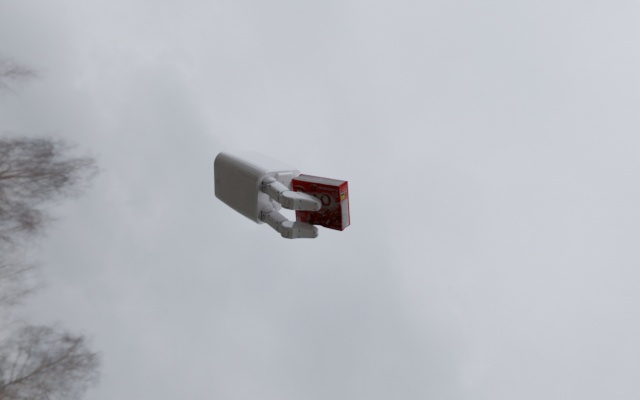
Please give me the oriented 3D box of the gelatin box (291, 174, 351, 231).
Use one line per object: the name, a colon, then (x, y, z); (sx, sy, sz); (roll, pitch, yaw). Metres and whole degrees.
gelatin box: (0.001, 0.002, 0.730); (0.089, 0.073, 0.030); (10, 26, 32)
